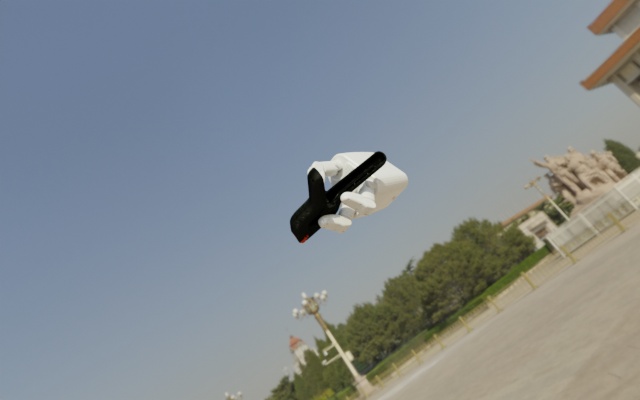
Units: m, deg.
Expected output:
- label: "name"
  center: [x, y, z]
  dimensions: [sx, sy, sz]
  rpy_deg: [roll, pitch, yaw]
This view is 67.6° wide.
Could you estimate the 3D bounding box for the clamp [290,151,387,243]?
- label: "clamp"
  center: [0.000, 0.002, 0.771]
  dimensions: [0.164, 0.036, 0.210]
  rpy_deg: [-12, -31, -48]
